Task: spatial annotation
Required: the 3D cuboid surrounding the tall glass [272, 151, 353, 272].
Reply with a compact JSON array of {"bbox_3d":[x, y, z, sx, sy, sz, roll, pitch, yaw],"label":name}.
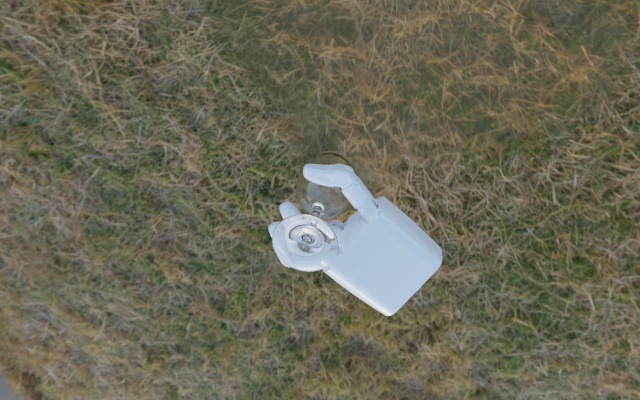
[{"bbox_3d":[0.000,0.002,0.610,0.079,0.079,0.201,0,28,11],"label":"tall glass"}]
